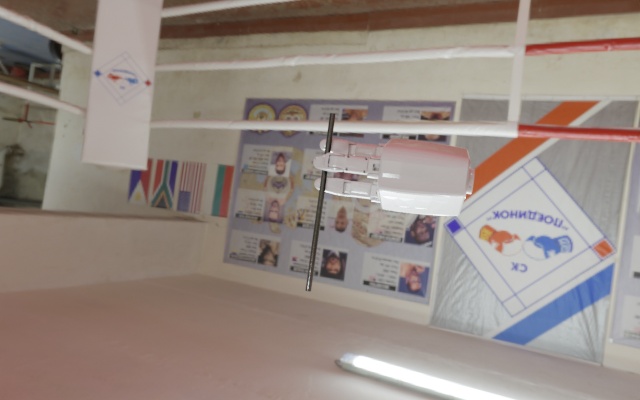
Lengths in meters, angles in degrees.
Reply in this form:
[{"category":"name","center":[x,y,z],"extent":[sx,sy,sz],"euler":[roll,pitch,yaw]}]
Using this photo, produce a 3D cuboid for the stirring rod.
[{"category":"stirring rod","center":[0.000,0.002,0.642],"extent":[0.011,0.239,0.011],"euler":[8,-1,0]}]
